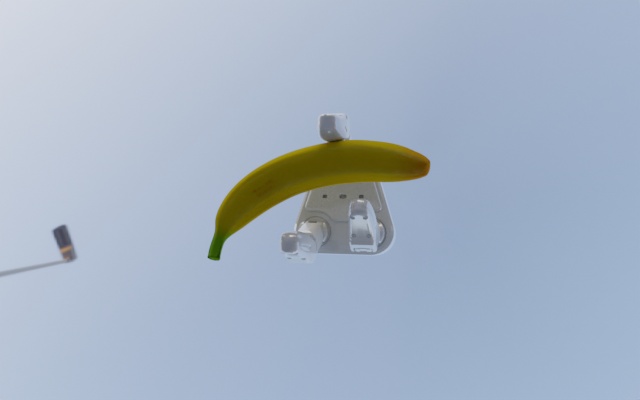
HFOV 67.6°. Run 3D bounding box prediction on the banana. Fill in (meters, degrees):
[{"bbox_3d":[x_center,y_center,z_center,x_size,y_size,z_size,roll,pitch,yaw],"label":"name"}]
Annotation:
[{"bbox_3d":[-0.010,-0.014,0.406,0.198,0.069,0.037,-23,-18,5],"label":"banana"}]
